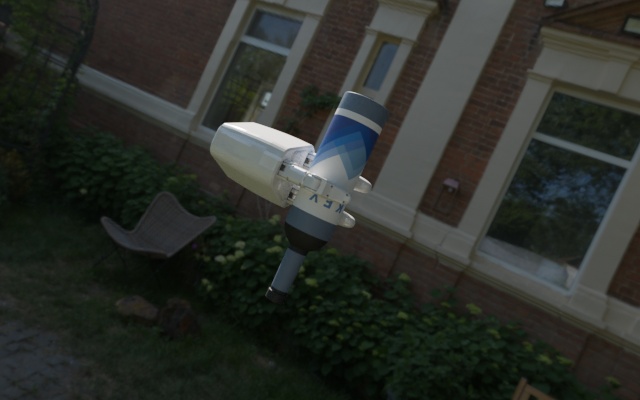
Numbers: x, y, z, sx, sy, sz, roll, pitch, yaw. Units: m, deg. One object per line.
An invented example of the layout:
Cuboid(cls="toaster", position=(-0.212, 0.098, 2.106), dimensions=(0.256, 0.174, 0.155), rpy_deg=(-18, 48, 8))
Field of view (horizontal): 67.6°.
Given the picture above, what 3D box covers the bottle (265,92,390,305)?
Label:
Cuboid(cls="bottle", position=(0.000, 0.002, 0.644), dimensions=(0.069, 0.296, 0.069), rpy_deg=(25, 1, -1))
